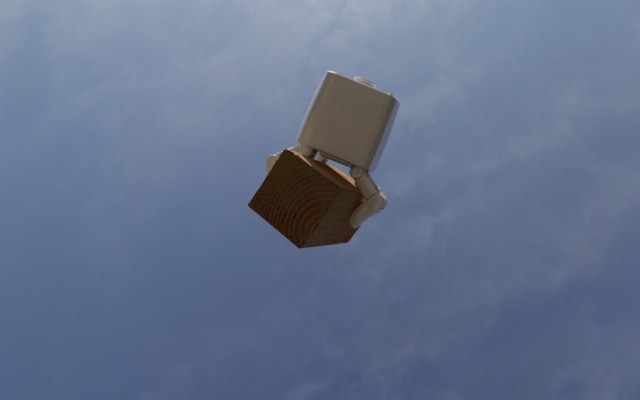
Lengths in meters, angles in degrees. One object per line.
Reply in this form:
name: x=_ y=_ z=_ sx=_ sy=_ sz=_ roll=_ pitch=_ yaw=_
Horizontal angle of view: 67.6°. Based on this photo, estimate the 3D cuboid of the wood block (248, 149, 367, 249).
wood block: x=0.001 y=0.002 z=0.664 sx=0.091 sy=0.090 sz=0.206 roll=37 pitch=9 yaw=17
